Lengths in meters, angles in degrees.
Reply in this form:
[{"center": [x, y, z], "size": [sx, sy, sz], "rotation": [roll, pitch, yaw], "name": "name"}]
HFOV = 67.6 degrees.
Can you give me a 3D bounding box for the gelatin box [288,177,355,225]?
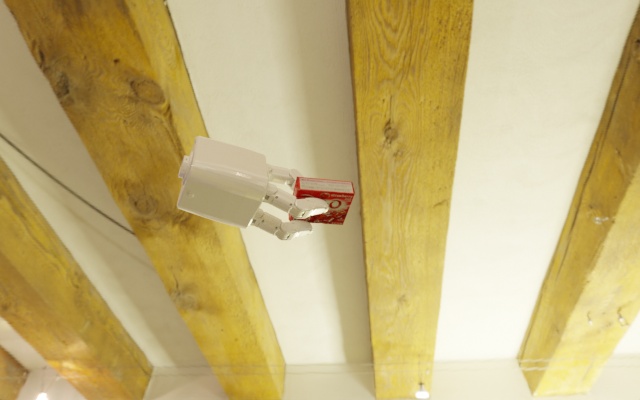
[{"center": [0.000, 0.002, 0.729], "size": [0.089, 0.030, 0.073], "rotation": [4, -44, -13], "name": "gelatin box"}]
